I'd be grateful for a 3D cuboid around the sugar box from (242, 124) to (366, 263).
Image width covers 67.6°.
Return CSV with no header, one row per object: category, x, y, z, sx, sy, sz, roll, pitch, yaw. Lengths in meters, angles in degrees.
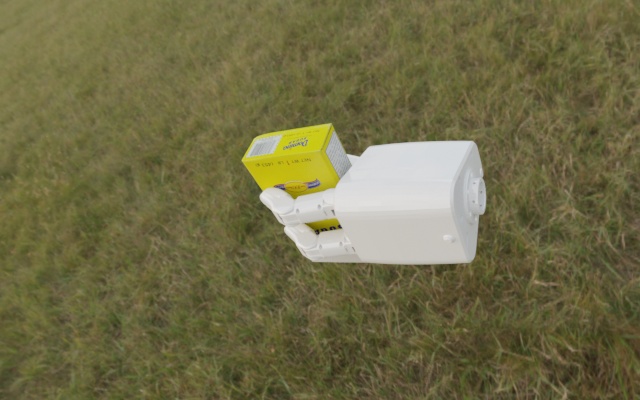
sugar box,0.000,0.002,0.516,0.093,0.048,0.176,-4,-45,29
